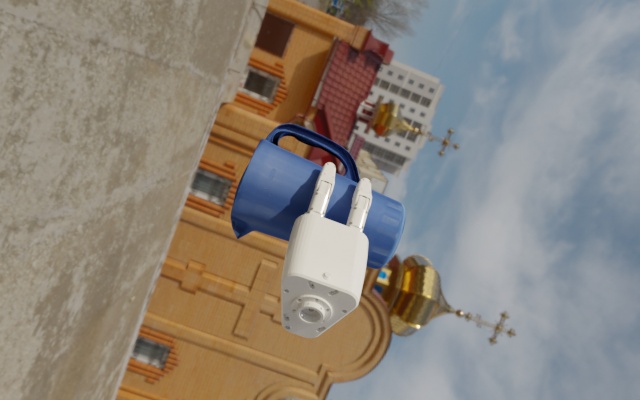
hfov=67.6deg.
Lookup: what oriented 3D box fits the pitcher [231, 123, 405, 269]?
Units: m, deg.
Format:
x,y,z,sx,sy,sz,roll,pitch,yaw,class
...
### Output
x,y,z,sx,sy,sz,roll,pitch,yaw,class
0.000,0.002,0.710,0.243,0.149,0.145,21,35,-5,pitcher
